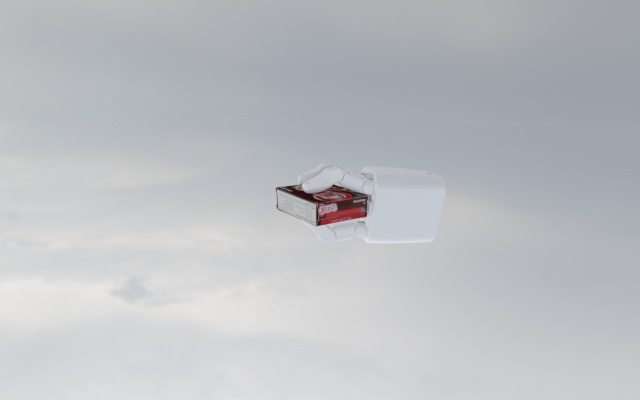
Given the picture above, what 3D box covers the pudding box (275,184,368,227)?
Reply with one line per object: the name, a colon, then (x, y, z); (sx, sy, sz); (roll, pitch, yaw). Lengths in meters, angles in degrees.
pudding box: (0.000, 0.002, 0.695); (0.090, 0.039, 0.113); (-8, 14, -34)
